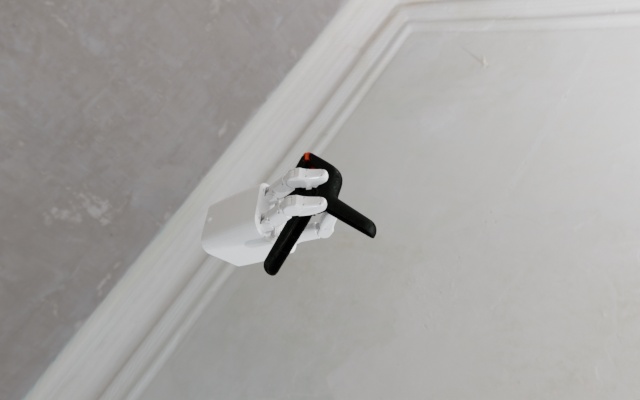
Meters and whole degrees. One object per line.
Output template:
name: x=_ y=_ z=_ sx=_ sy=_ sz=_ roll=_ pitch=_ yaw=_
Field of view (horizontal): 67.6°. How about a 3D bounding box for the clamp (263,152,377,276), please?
clamp: x=0.000 y=0.002 z=0.694 sx=0.164 sy=0.209 sz=0.036 roll=-16 pitch=-46 yaw=20
